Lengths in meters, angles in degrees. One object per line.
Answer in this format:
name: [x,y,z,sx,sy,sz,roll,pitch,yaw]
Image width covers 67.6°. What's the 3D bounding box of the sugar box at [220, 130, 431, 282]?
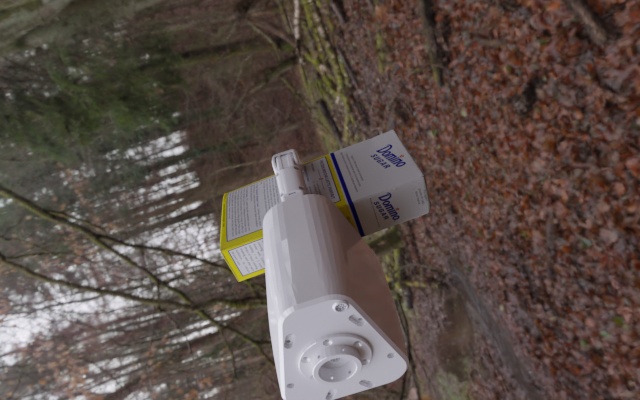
sugar box: [0.000,0.002,0.428,0.176,0.048,0.093,-18,34,2]
